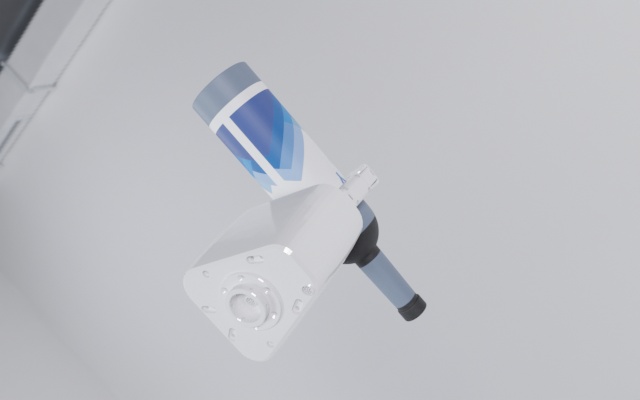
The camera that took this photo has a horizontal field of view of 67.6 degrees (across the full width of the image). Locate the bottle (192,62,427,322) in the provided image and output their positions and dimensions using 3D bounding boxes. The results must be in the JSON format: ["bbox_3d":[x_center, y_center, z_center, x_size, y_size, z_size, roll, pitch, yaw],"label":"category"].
[{"bbox_3d":[0.000,0.001,0.466,0.069,0.296,0.069,-41,5,5],"label":"bottle"}]
